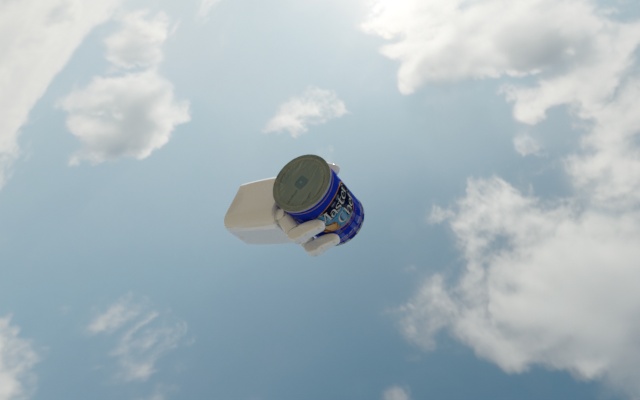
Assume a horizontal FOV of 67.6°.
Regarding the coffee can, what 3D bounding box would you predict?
[{"bbox_3d":[0.000,0.002,0.798,0.103,0.102,0.140,0,-27,30],"label":"coffee can"}]
